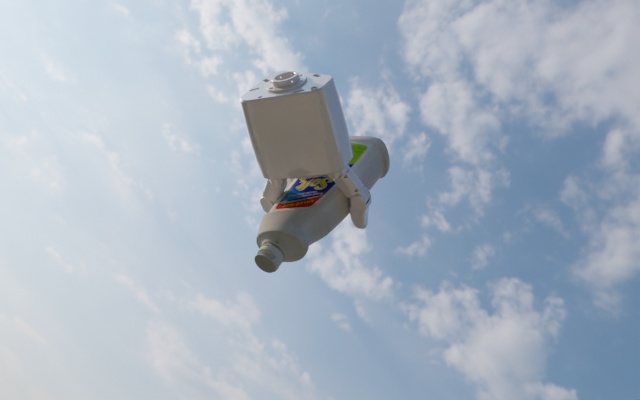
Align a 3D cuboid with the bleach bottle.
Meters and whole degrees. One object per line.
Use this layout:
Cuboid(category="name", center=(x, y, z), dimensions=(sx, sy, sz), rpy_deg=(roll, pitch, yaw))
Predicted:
Cuboid(category="bleach bottle", center=(0.000, 0.002, 0.627), dimensions=(0.102, 0.068, 0.250), rpy_deg=(7, 38, 29))
